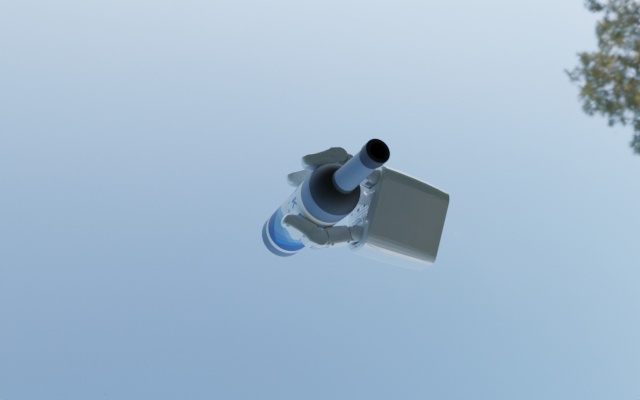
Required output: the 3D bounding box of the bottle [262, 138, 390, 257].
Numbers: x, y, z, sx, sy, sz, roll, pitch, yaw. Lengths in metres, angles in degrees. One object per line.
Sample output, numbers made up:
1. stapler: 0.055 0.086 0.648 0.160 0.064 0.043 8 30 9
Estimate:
1. bottle: 0.000 0.002 0.594 0.069 0.069 0.296 0 -20 -24
